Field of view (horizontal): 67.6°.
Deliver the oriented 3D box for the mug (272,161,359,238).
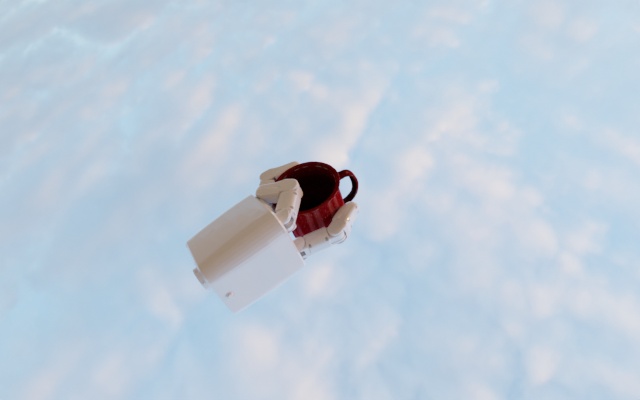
[{"bbox_3d":[0.001,0.001,0.641,0.117,0.082,0.093,-33,46,-11],"label":"mug"}]
